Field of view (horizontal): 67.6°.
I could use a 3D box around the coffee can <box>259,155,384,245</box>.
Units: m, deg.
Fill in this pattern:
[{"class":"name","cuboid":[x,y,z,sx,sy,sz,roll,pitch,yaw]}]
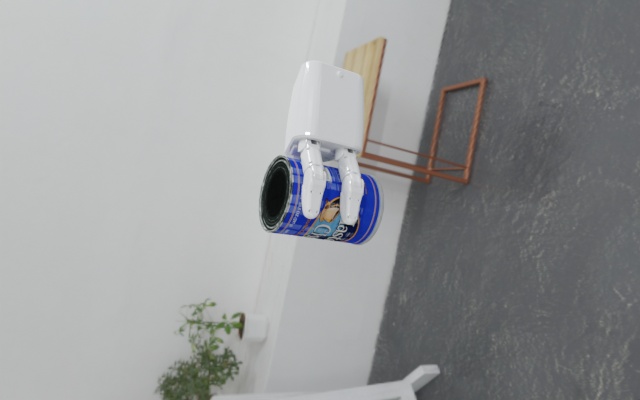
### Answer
[{"class":"coffee can","cuboid":[0.000,0.002,0.651,0.140,0.103,0.103,10,-5,-28]}]
